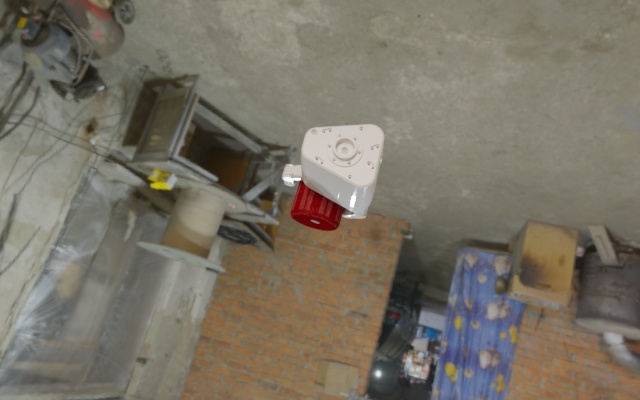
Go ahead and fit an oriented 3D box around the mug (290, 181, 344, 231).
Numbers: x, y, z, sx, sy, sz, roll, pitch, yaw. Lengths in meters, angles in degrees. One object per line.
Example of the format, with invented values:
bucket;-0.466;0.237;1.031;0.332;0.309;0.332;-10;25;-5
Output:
mug;0.000;0.003;0.790;0.093;0.081;0.117;14;-17;6
